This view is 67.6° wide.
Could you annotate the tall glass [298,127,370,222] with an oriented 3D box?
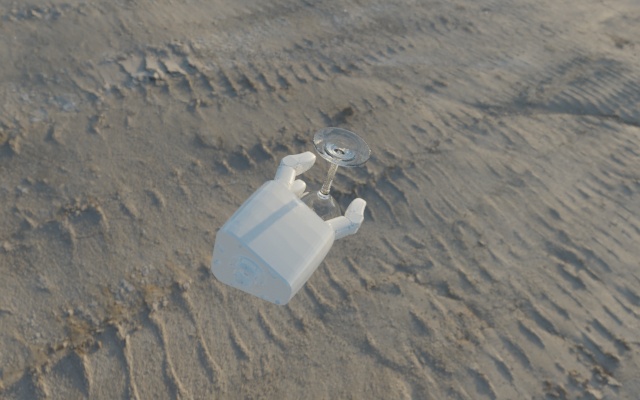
[{"bbox_3d":[0.000,0.002,0.655,0.079,0.079,0.201,0,-44,-21],"label":"tall glass"}]
